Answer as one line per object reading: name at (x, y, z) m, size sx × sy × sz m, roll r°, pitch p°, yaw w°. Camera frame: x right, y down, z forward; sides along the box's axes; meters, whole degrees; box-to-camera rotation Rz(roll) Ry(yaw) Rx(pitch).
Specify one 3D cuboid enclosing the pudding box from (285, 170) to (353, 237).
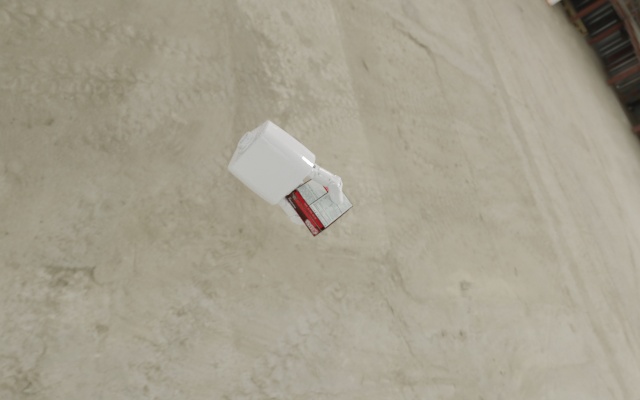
pudding box at (0.000, 0.003, 0.877) m, size 0.039 × 0.090 × 0.113 m, roll -35°, pitch 0°, yaw 40°
